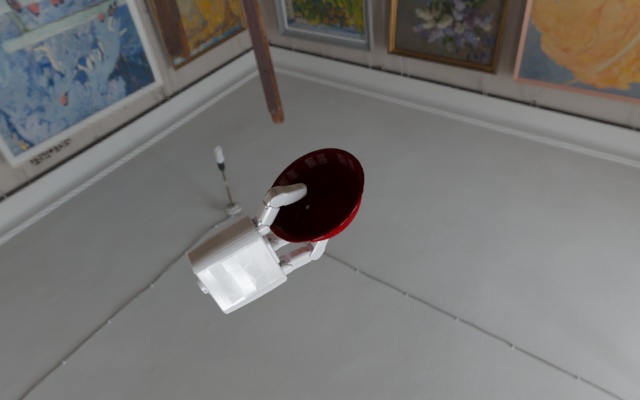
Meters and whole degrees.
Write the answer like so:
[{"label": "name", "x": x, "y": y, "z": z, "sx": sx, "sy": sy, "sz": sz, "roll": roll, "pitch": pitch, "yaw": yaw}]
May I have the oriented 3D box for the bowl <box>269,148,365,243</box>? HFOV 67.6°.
[{"label": "bowl", "x": 0.001, "y": 0.002, "z": 0.705, "sx": 0.162, "sy": 0.162, "sz": 0.055, "roll": 0, "pitch": -32, "yaw": 33}]
